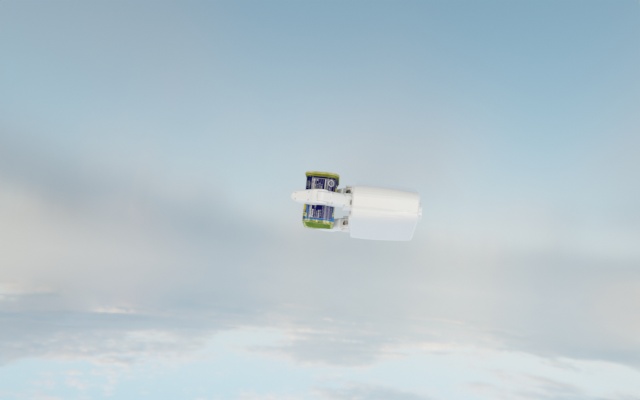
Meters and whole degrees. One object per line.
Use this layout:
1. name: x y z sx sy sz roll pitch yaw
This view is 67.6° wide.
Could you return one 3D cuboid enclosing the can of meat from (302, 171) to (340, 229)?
1. can of meat: 0.000 0.003 0.808 0.057 0.084 0.102 5 -9 2
